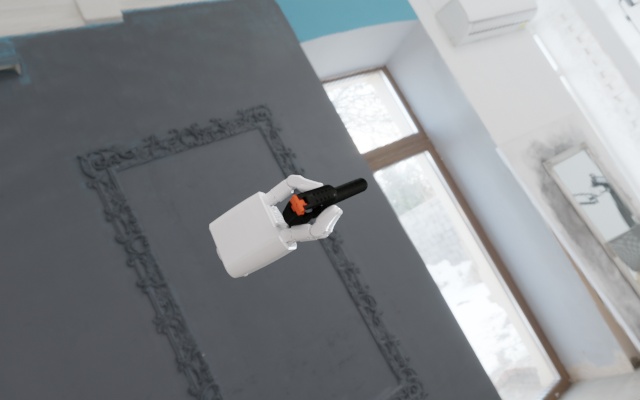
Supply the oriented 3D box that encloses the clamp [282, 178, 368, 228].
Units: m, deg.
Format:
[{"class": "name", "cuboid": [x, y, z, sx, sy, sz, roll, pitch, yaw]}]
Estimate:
[{"class": "clamp", "cuboid": [-0.001, 0.002, 0.782, 0.164, 0.036, 0.210, -32, -8, 5]}]
